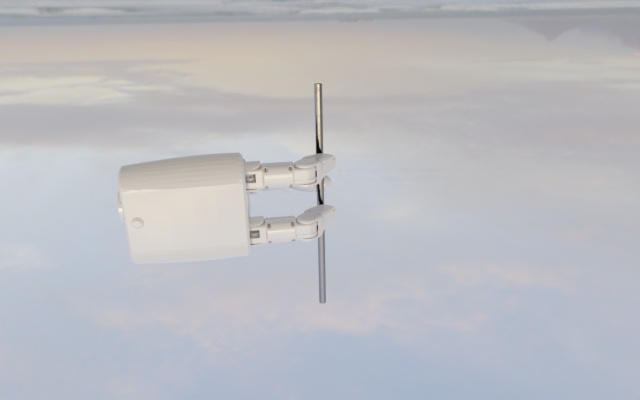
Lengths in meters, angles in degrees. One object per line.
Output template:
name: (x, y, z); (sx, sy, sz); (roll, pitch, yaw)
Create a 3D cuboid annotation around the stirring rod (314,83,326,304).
stirring rod: (0.000, 0.002, 0.496); (0.011, 0.240, 0.011); (-1, 21, 0)
